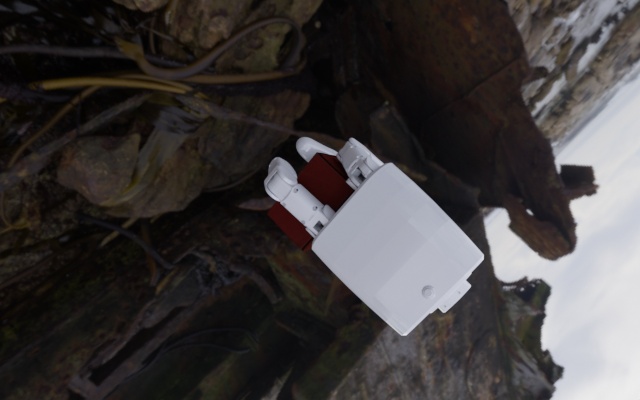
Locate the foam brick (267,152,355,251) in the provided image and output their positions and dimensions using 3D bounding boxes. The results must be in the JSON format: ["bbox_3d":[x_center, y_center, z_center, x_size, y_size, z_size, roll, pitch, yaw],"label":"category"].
[{"bbox_3d":[0.000,0.002,0.443,0.051,0.078,0.053,45,17,15],"label":"foam brick"}]
